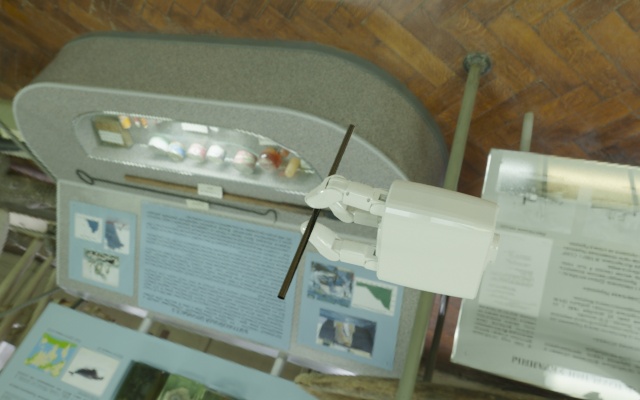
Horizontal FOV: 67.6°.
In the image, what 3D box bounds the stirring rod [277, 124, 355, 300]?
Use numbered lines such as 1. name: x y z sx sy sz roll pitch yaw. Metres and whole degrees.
1. stirring rod: 0.000 0.002 0.534 0.011 0.239 0.011 16 -32 10
